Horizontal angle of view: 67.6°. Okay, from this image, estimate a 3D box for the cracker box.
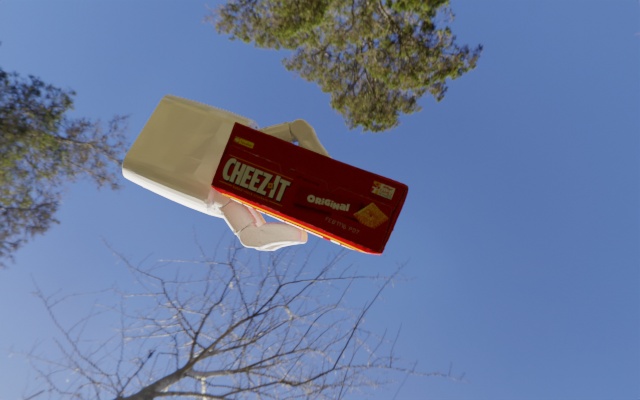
[{"bbox_3d":[0.000,0.002,0.508,0.164,0.072,0.214,21,-3,9],"label":"cracker box"}]
